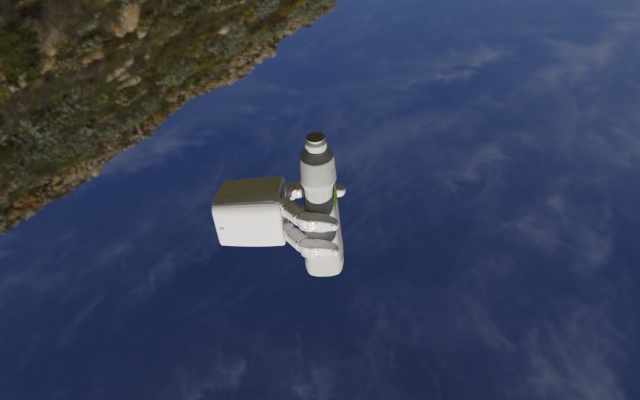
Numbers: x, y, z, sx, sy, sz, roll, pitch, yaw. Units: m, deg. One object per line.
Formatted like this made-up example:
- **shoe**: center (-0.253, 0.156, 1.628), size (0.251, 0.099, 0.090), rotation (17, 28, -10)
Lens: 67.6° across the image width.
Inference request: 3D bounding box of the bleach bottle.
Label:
- **bleach bottle**: center (0.000, 0.003, 0.759), size (0.068, 0.251, 0.102), rotation (-3, 39, 2)
